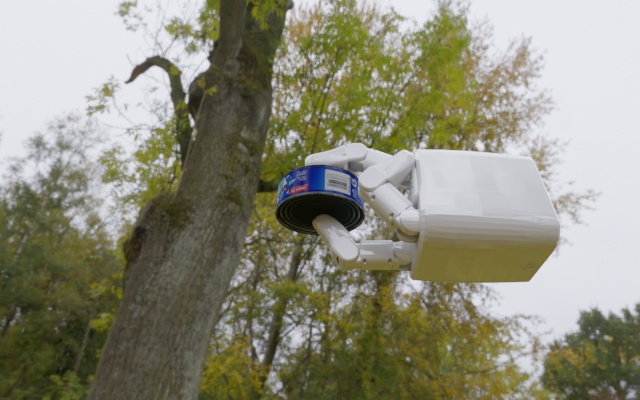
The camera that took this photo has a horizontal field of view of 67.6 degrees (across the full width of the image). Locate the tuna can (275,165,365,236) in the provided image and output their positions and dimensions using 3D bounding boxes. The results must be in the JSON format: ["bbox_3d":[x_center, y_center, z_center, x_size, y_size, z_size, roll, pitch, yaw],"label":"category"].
[{"bbox_3d":[0.000,0.001,0.465,0.086,0.033,0.086,1,-30,1],"label":"tuna can"}]
